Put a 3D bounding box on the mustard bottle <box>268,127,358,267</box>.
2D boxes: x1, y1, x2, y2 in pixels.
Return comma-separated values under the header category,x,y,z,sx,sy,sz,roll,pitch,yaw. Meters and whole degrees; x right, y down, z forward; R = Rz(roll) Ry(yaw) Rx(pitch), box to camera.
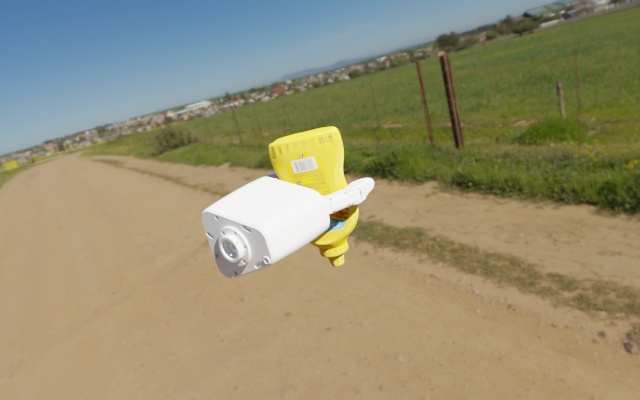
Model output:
category,x,y,z,sx,sy,sz,roll,pitch,yaw
mustard bottle,0.000,0.002,0.652,0.096,0.192,0.058,-11,16,16
